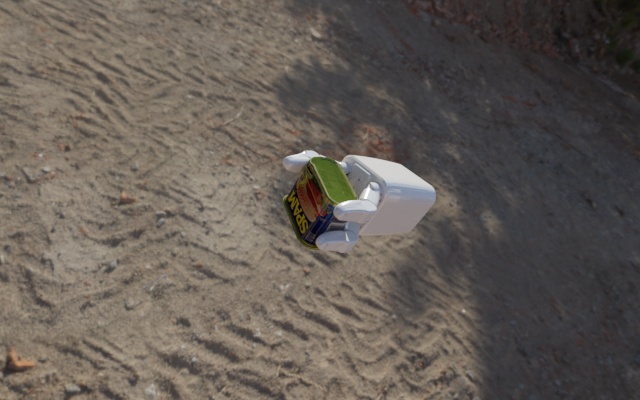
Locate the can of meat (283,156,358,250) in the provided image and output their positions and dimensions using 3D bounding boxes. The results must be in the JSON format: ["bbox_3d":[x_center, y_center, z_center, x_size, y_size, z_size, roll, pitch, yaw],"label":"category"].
[{"bbox_3d":[0.000,0.002,0.648,0.057,0.102,0.084,7,-48,-34],"label":"can of meat"}]
